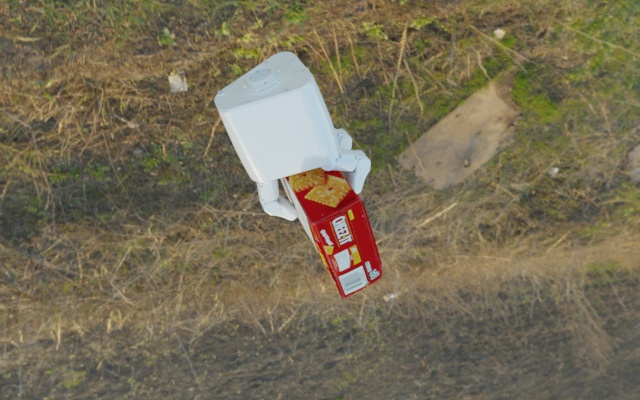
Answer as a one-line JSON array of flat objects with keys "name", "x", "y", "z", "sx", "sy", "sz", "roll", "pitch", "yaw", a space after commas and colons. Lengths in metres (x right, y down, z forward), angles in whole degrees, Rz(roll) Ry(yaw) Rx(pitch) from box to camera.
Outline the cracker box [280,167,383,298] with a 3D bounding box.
[{"name": "cracker box", "x": 0.000, "y": 0.002, "z": 0.661, "sx": 0.072, "sy": 0.164, "sz": 0.213, "roll": -26, "pitch": 45, "yaw": -5}]
